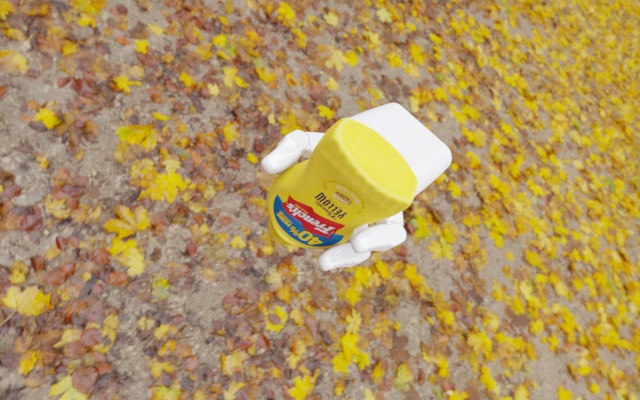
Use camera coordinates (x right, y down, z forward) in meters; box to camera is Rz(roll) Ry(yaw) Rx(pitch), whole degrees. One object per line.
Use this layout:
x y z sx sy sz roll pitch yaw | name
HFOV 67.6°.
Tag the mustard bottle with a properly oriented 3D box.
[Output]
0.000 0.002 0.481 0.096 0.058 0.192 39 -40 -13 | mustard bottle
